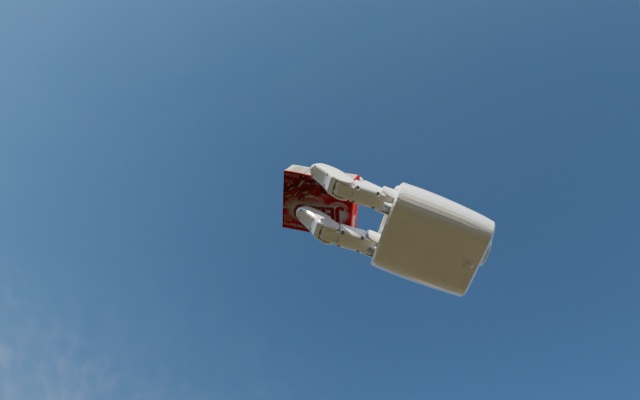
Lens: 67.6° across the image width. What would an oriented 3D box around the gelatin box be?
[{"bbox_3d":[0.000,0.002,0.563,0.089,0.073,0.030,10,22,18],"label":"gelatin box"}]
